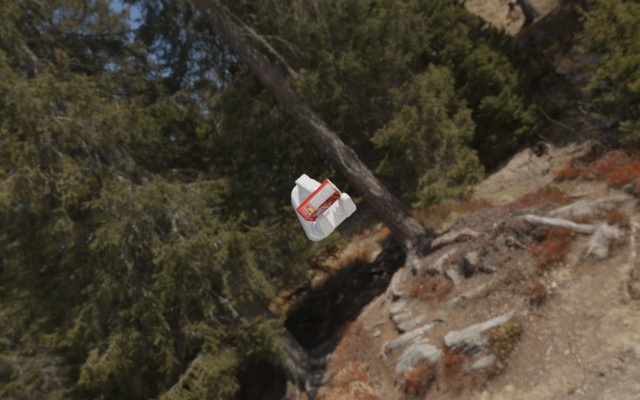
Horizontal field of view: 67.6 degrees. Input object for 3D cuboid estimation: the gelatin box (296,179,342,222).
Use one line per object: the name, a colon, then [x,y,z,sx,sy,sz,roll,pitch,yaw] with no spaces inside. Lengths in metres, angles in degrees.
gelatin box: [0.000,0.002,0.823,0.073,0.030,0.089,-43,-9,3]
